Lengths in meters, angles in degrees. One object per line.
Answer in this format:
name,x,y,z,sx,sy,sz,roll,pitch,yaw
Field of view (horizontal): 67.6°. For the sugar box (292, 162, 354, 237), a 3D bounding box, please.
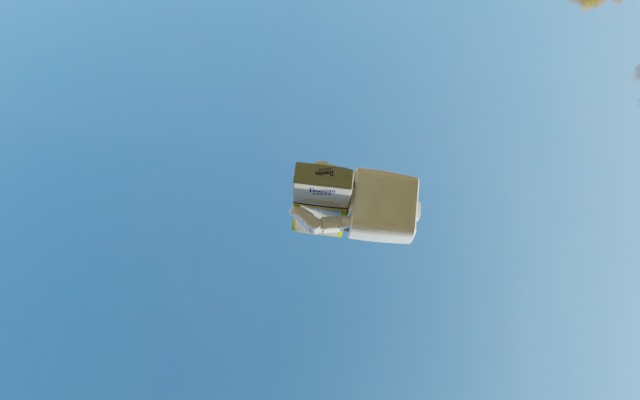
sugar box,0.000,0.002,0.802,0.093,0.048,0.176,7,-31,-1
